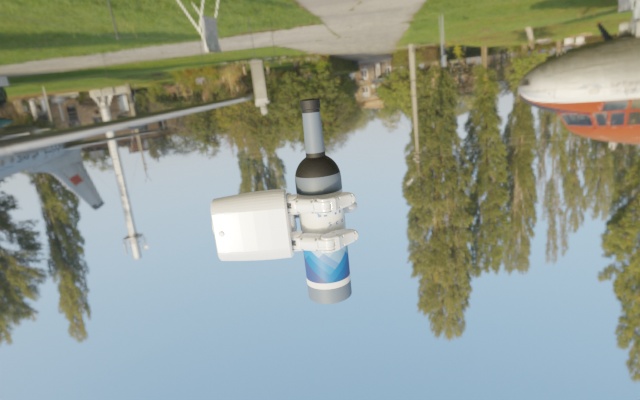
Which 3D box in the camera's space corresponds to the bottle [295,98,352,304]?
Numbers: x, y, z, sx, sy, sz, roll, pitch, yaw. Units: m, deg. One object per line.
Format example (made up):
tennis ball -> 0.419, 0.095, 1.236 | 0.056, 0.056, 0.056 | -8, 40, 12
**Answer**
bottle -> 0.000, 0.003, 0.694 | 0.069, 0.296, 0.069 | -6, 15, 1
